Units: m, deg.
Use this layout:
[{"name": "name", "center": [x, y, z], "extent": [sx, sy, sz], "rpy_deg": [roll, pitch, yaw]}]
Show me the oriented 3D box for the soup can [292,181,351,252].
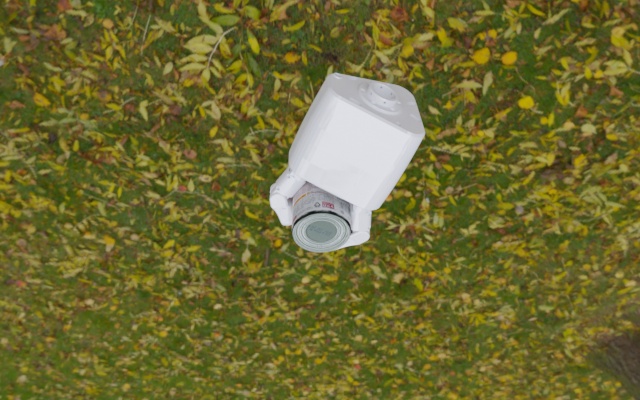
[{"name": "soup can", "center": [0.000, 0.002, 0.564], "extent": [0.068, 0.069, 0.102], "rpy_deg": [0, 44, -2]}]
